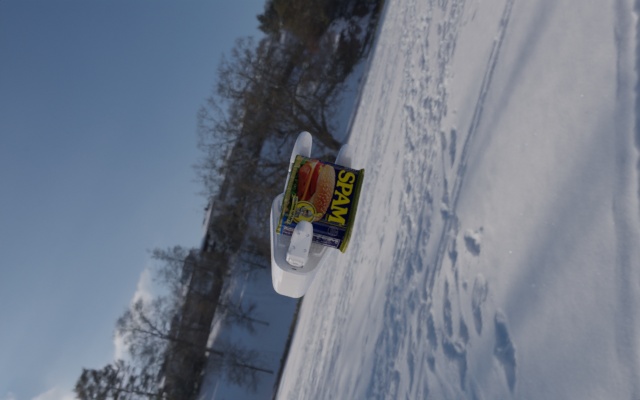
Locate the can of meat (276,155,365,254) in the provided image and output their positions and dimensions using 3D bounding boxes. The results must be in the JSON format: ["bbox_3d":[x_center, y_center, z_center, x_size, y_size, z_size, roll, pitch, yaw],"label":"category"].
[{"bbox_3d":[0.000,0.002,0.563,0.084,0.102,0.057,14,-26,-1],"label":"can of meat"}]
